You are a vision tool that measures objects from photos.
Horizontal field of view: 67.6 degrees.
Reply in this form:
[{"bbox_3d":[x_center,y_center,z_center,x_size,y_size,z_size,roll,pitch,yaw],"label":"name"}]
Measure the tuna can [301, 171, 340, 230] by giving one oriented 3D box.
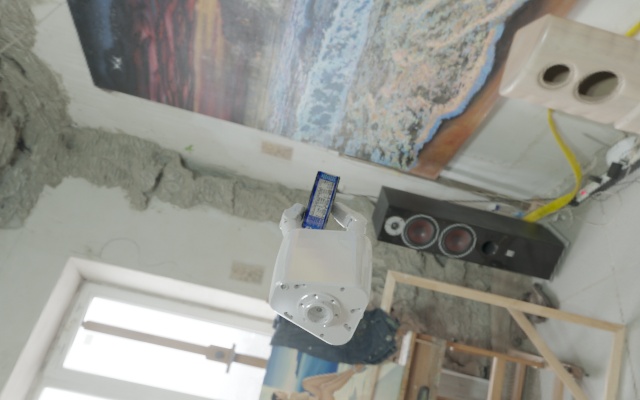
[{"bbox_3d":[0.000,0.002,0.675,0.034,0.086,0.086,17,0,0],"label":"tuna can"}]
